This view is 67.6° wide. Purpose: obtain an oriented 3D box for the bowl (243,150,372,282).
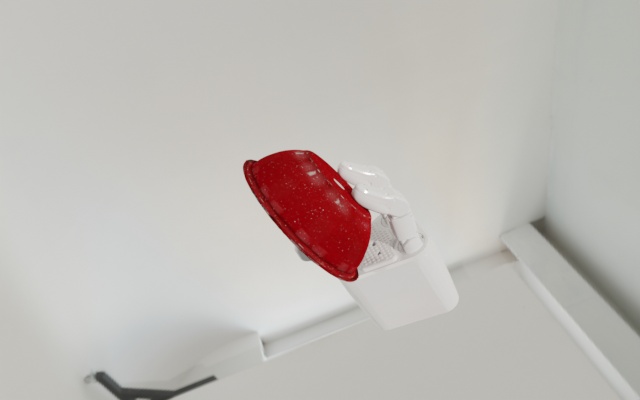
[{"bbox_3d":[0.000,0.001,0.473,0.055,0.162,0.162,-43,-11,11],"label":"bowl"}]
